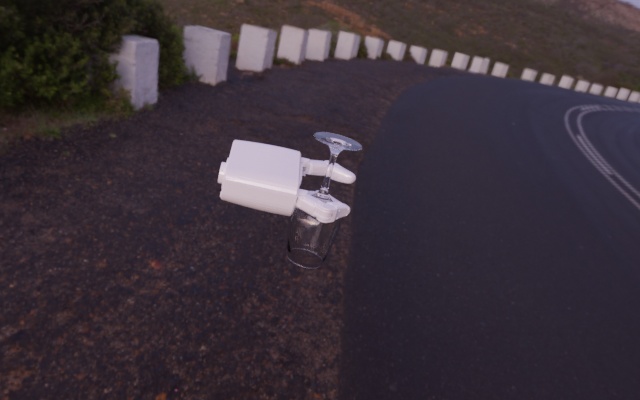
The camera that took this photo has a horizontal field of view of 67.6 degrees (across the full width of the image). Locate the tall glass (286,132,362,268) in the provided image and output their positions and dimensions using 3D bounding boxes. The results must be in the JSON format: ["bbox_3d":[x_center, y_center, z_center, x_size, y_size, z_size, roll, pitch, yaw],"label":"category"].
[{"bbox_3d":[0.000,0.002,0.729,0.079,0.201,0.079,13,20,-5],"label":"tall glass"}]
